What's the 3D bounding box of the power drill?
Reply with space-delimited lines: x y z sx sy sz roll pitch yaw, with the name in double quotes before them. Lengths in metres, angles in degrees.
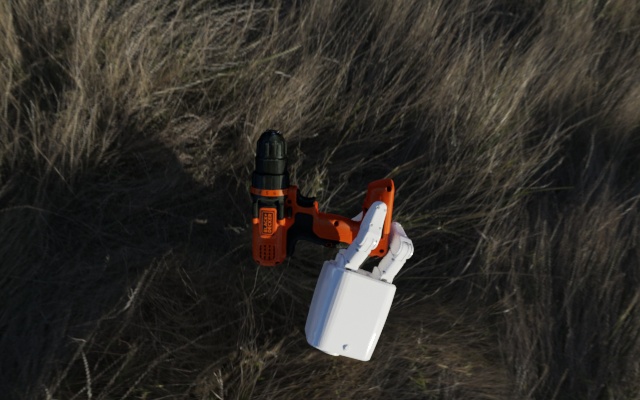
"power drill" 0.001 0.002 0.638 0.187 0.184 0.057 4 16 3
